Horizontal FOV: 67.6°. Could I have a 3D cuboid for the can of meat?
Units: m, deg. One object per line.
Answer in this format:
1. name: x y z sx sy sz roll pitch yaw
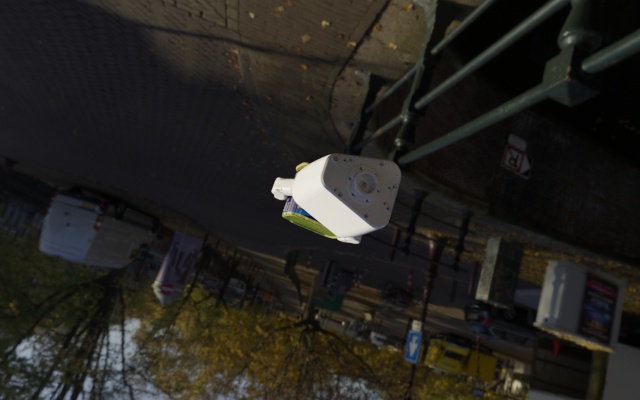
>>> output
1. can of meat: 0.000 0.003 0.732 0.102 0.084 0.057 24 -16 -20
